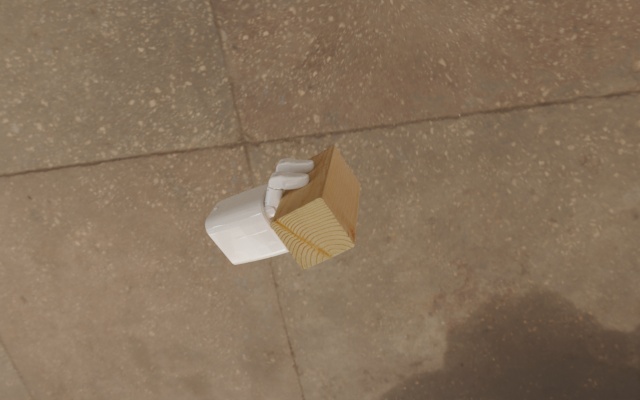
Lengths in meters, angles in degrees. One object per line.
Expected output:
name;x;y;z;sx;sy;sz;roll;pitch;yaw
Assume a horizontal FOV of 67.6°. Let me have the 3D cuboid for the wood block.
wood block;0.000;0.003;0.753;0.090;0.091;0.206;-27;20;19
